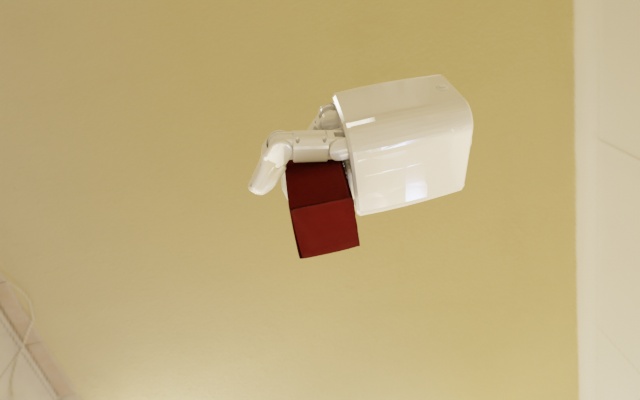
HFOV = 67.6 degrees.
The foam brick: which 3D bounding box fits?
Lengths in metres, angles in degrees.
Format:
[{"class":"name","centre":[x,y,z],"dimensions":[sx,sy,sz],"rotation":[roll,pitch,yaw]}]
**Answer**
[{"class":"foam brick","centre":[0.000,0.002,0.405],"dimensions":[0.051,0.053,0.078],"rotation":[-10,36,-1]}]
